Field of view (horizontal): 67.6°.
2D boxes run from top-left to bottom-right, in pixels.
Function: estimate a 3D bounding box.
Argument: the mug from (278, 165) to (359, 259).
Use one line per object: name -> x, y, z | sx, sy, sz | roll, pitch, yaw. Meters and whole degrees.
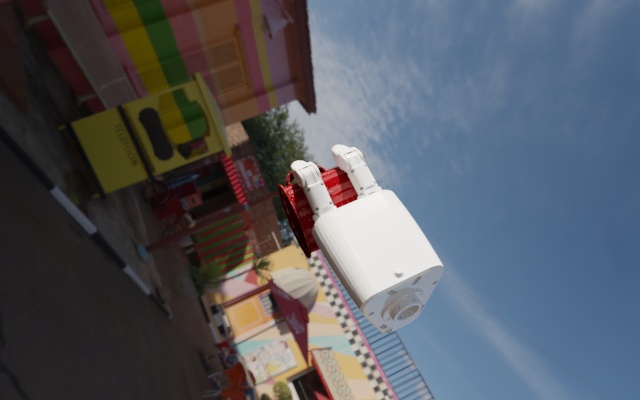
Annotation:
mug -> 0.000, 0.001, 0.573 | 0.081, 0.117, 0.093 | -22, -37, -11
